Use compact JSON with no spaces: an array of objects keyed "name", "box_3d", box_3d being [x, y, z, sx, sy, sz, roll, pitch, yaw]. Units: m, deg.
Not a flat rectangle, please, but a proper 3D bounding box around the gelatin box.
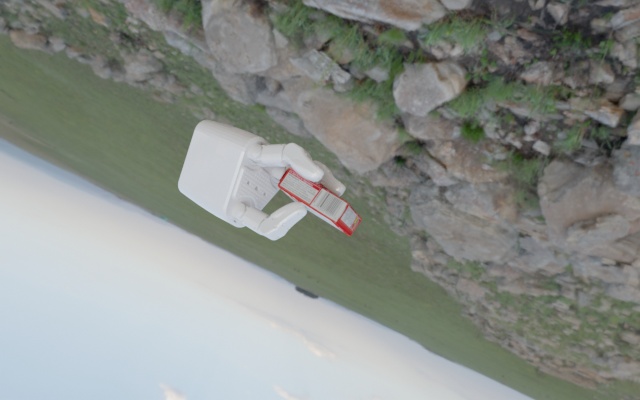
[{"name":"gelatin box","box_3d":[0.000,0.002,0.568,0.089,0.030,0.073,32,-5,23]}]
